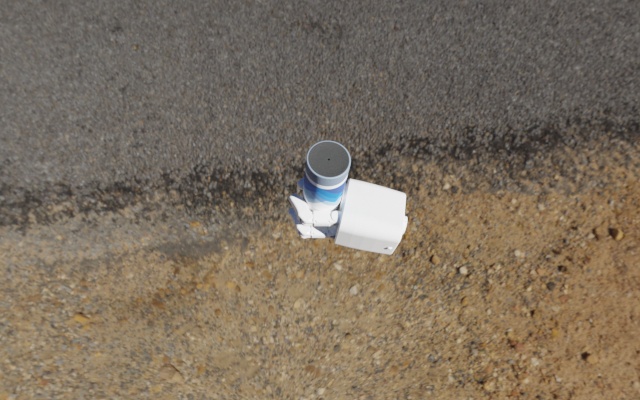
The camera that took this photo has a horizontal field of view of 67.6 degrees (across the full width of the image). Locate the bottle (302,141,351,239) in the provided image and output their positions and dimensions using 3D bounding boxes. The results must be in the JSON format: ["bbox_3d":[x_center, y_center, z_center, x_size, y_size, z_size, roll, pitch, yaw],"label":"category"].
[{"bbox_3d":[0.000,0.003,0.840,0.069,0.069,0.296,0,-26,-5],"label":"bottle"}]
